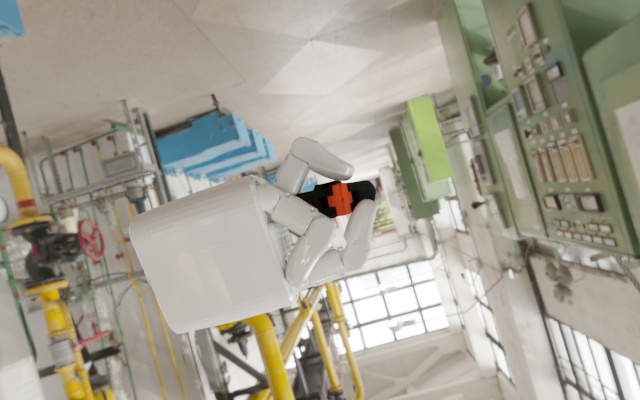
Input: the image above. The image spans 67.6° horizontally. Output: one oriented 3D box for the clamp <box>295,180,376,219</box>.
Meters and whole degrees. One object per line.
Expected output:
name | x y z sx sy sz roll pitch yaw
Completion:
clamp | 0.000 0.002 0.478 0.120 0.039 0.171 -18 -2 3
